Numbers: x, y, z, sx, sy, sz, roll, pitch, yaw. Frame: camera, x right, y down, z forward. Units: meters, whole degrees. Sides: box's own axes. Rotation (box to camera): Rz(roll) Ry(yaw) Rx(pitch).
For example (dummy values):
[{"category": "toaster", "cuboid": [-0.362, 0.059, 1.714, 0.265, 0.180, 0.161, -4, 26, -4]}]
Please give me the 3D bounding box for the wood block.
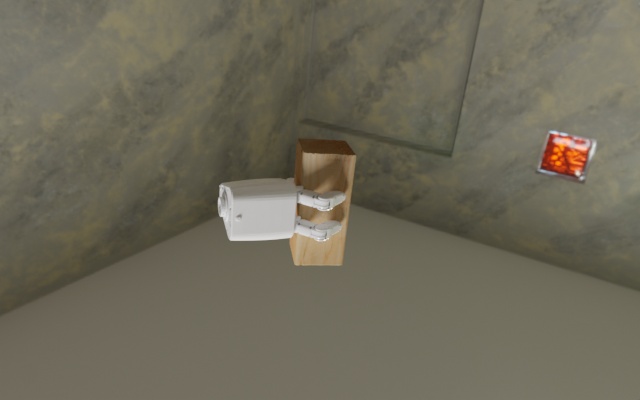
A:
[{"category": "wood block", "cuboid": [0.000, 0.003, 0.846, 0.090, 0.206, 0.090, 1, 23, -11]}]
